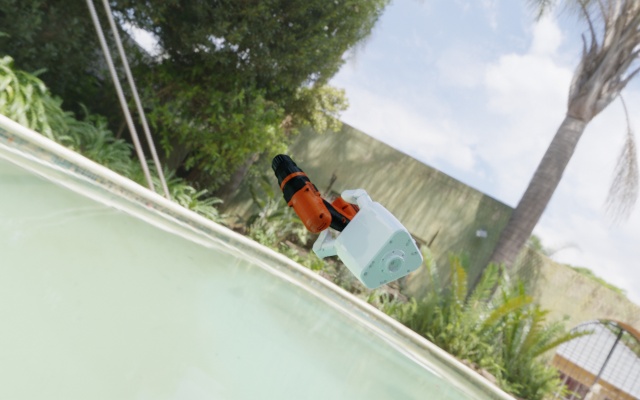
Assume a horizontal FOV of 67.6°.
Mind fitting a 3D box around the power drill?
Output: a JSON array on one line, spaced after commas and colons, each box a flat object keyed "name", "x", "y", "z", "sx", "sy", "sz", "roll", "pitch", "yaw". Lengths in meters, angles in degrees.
[{"name": "power drill", "x": 0.001, "y": 0.003, "z": 0.883, "sx": 0.057, "sy": 0.184, "sz": 0.188, "roll": -45, "pitch": -39, "yaw": 17}]
